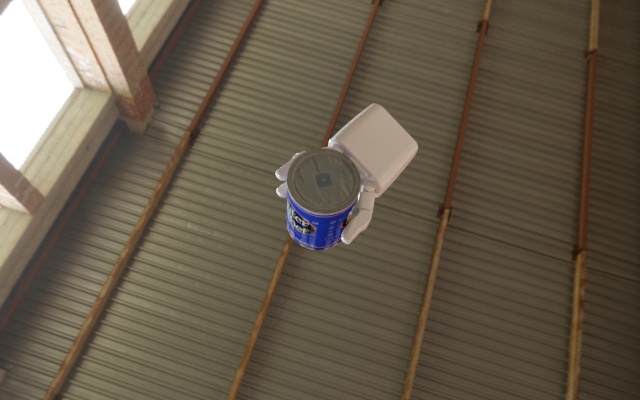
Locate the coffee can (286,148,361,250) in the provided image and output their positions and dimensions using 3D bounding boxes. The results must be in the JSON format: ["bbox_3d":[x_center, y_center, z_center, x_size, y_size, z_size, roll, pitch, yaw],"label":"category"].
[{"bbox_3d":[0.000,0.002,0.714,0.103,0.102,0.140,0,-26,-4],"label":"coffee can"}]
